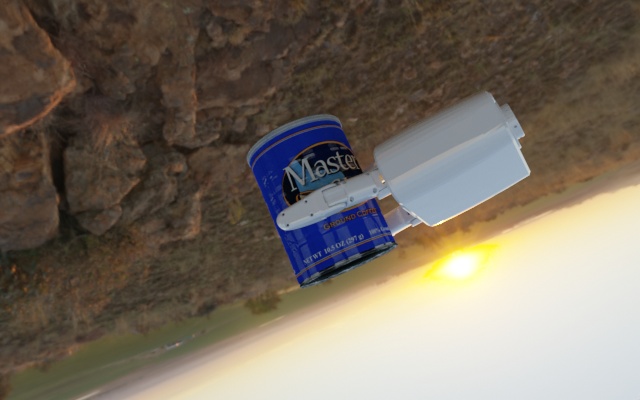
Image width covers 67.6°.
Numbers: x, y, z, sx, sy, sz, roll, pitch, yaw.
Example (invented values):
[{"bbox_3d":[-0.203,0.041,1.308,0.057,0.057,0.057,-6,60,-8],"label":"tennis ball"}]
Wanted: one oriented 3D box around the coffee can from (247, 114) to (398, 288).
[{"bbox_3d":[0.000,0.001,0.472,0.103,0.140,0.103,-23,-13,-5],"label":"coffee can"}]
